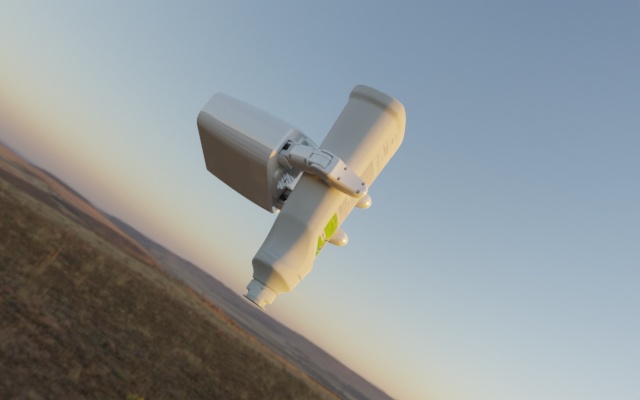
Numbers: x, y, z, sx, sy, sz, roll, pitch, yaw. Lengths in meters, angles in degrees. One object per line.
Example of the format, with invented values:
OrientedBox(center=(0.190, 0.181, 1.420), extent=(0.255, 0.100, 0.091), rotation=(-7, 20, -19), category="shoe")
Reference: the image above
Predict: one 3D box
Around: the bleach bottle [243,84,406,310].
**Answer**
OrientedBox(center=(0.000, 0.002, 0.512), extent=(0.068, 0.250, 0.103), rotation=(30, -17, 18), category="bleach bottle")
